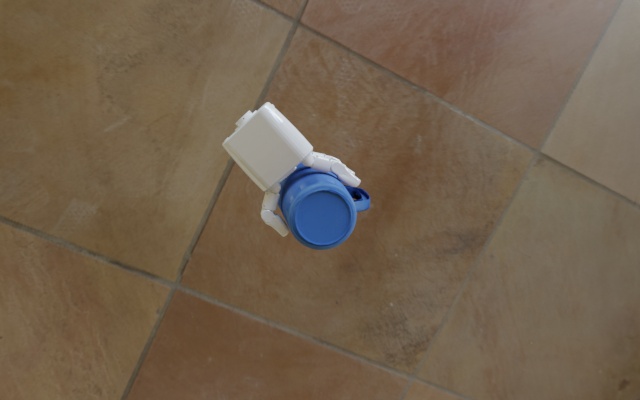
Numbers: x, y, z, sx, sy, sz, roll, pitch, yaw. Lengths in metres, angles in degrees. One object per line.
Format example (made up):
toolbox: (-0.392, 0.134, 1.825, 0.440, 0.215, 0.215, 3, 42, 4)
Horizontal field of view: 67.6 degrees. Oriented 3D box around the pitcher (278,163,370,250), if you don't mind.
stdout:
pitcher: (0.000, 0.003, 0.843, 0.149, 0.145, 0.242, -42, 13, 2)
